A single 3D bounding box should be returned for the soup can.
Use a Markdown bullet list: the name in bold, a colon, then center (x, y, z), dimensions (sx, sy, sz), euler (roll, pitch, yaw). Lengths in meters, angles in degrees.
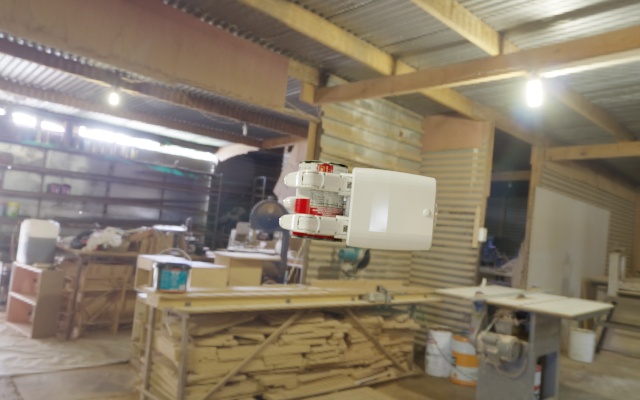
- **soup can**: center (0.000, 0.002, 0.637), dimensions (0.068, 0.102, 0.068), euler (6, -3, 0)
